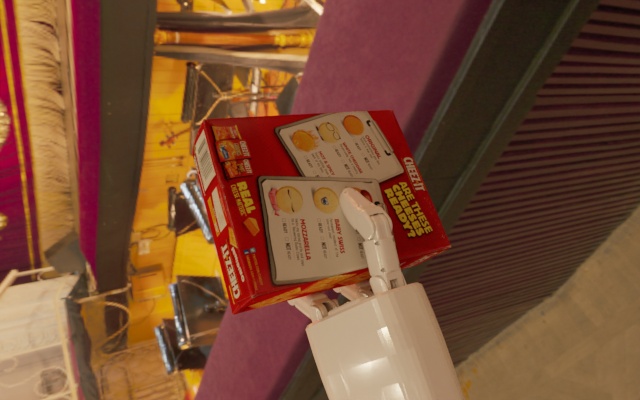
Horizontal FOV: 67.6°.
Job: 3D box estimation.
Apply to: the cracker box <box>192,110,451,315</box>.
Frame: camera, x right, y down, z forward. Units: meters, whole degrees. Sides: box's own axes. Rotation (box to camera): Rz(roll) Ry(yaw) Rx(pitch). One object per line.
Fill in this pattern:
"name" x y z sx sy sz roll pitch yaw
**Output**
"cracker box" 0.000 0.001 0.465 0.213 0.164 0.072 -9 -20 -30
